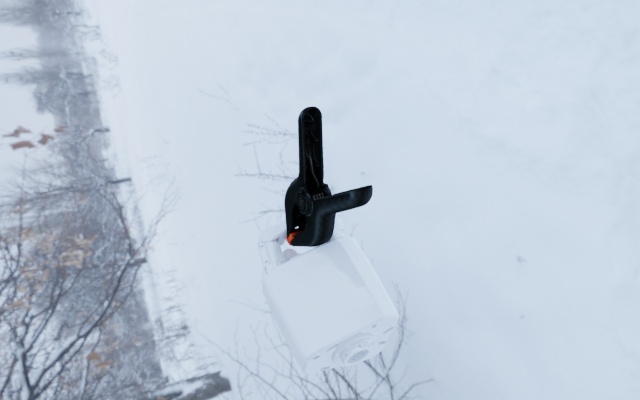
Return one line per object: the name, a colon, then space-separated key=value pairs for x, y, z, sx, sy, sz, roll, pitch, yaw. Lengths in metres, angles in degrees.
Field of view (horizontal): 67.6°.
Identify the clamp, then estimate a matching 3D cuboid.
clamp: x=-0.001 y=0.002 z=0.504 sx=0.039 sy=0.172 sz=0.120 roll=-12 pitch=49 yaw=-23
